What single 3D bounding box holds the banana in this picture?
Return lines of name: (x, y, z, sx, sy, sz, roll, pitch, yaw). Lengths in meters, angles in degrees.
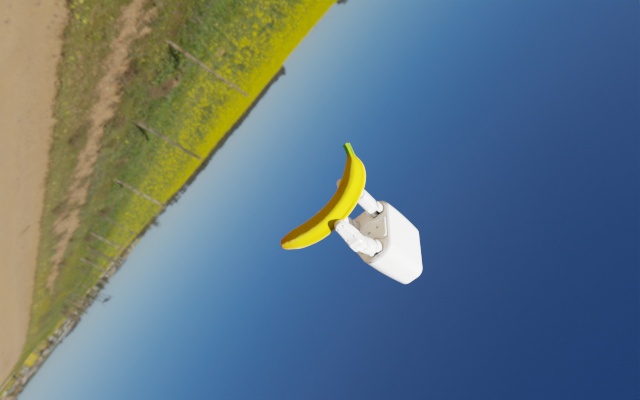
banana: (0.015, 0.009, 0.751, 0.069, 0.198, 0.037, 36, 4, 32)
